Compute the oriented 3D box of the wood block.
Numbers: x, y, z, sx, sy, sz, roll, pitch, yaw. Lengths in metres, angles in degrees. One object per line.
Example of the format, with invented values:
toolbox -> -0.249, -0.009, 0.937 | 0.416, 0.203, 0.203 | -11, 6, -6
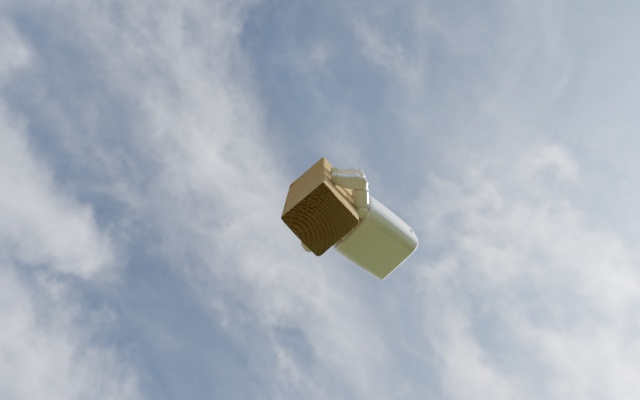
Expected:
wood block -> 0.000, 0.003, 0.831 | 0.091, 0.090, 0.206 | -41, 12, 10
